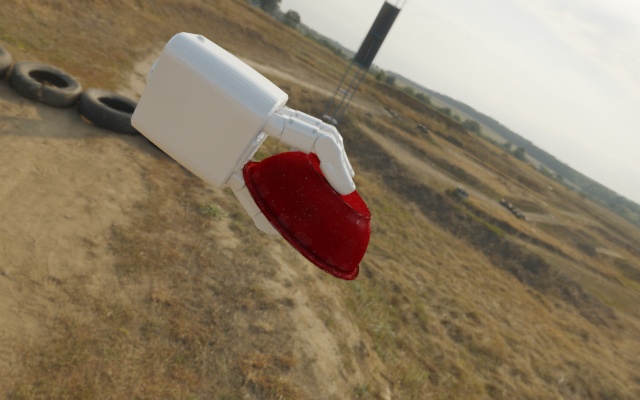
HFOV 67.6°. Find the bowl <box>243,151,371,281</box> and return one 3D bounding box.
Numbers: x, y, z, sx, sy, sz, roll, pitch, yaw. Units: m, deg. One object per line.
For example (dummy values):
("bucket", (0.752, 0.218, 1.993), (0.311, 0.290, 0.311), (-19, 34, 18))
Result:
("bowl", (0.001, 0.002, 0.483), (0.055, 0.162, 0.162), (-44, -13, 14))
